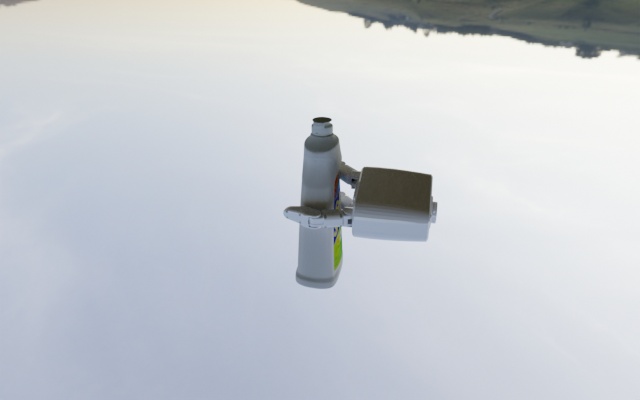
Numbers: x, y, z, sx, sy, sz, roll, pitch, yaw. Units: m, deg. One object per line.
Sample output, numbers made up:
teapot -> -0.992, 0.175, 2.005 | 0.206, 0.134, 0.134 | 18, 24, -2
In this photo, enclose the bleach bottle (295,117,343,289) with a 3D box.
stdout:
bleach bottle -> 0.000, 0.002, 0.718 | 0.068, 0.251, 0.102 | 6, 27, 12
